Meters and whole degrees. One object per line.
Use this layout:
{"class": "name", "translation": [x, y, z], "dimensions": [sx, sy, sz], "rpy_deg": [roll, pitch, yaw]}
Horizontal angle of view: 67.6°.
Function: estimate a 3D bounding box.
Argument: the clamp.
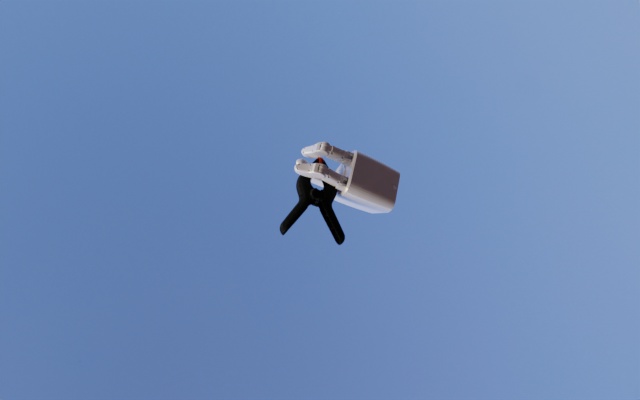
{"class": "clamp", "translation": [0.000, 0.003, 0.891], "dimensions": [0.120, 0.171, 0.039], "rpy_deg": [21, -25, -14]}
